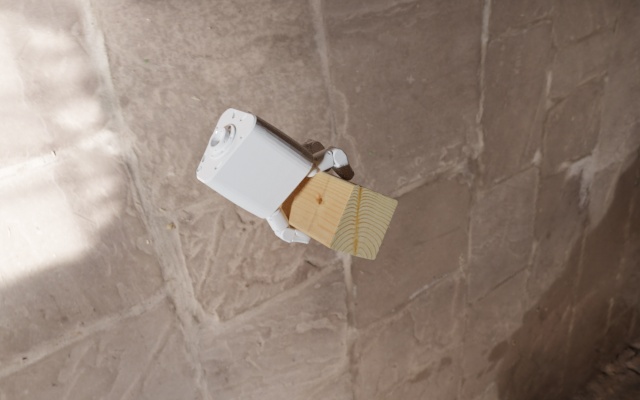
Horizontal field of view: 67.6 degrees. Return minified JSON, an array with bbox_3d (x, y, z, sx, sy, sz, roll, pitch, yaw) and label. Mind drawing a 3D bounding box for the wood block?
[{"bbox_3d":[0.000,0.003,0.707,0.090,0.091,0.206,19,5,-39],"label":"wood block"}]
